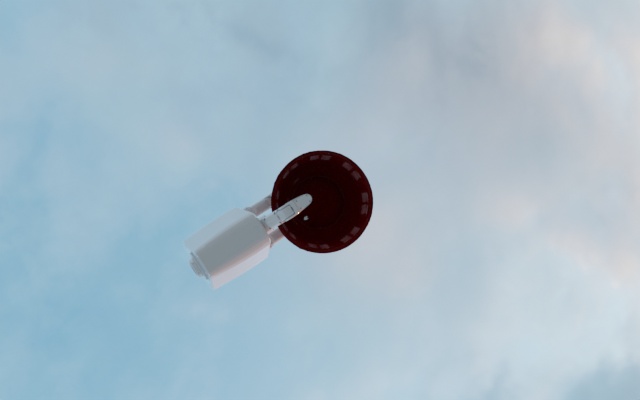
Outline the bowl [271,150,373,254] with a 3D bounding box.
[{"bbox_3d":[0.001,0.002,0.768,0.162,0.162,0.055,0,-1,-8],"label":"bowl"}]
